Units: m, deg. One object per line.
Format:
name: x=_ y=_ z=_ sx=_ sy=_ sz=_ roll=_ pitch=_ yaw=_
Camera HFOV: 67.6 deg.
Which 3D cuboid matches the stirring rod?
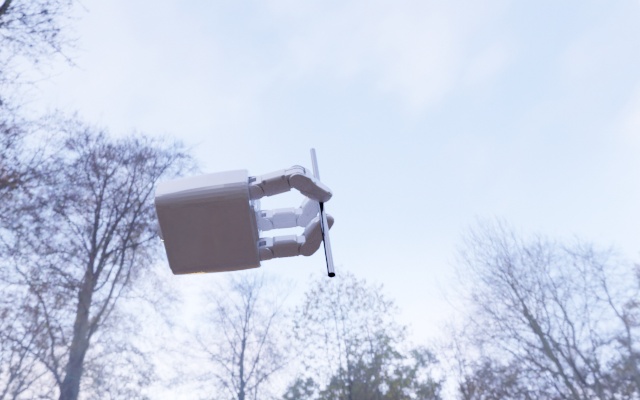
stirring rod: x=0.000 y=0.002 z=0.563 sx=0.011 sy=0.011 sz=0.239 roll=0 pitch=36 yaw=-6
